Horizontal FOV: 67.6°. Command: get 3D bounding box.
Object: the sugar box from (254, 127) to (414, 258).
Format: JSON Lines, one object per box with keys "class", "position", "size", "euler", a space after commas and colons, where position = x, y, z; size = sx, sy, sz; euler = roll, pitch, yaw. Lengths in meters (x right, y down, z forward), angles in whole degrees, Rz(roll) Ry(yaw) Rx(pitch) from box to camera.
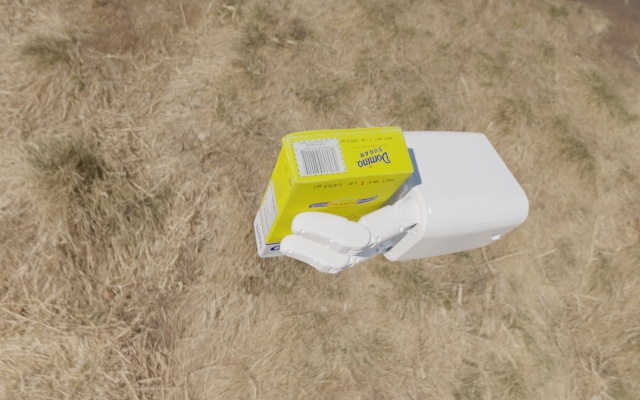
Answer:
{"class": "sugar box", "position": [0.000, 0.002, 0.414], "size": [0.093, 0.048, 0.176], "euler": [-5, -24, -17]}
